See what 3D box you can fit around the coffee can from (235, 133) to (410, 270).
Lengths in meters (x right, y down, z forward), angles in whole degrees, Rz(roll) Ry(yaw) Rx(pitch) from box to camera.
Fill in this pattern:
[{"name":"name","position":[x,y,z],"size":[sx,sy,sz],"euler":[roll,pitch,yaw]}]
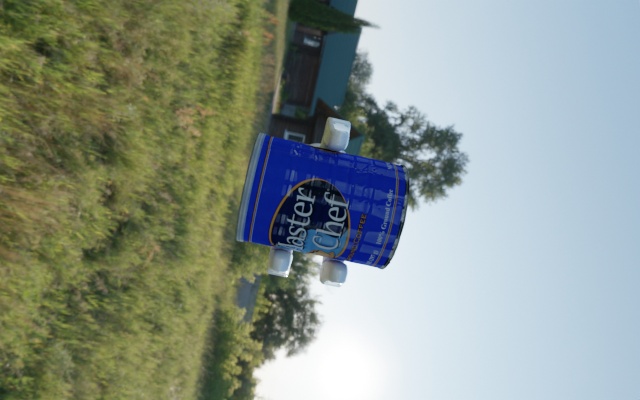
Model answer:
[{"name":"coffee can","position":[0.000,0.001,0.451],"size":[0.140,0.103,0.103],"euler":[12,-1,-5]}]
